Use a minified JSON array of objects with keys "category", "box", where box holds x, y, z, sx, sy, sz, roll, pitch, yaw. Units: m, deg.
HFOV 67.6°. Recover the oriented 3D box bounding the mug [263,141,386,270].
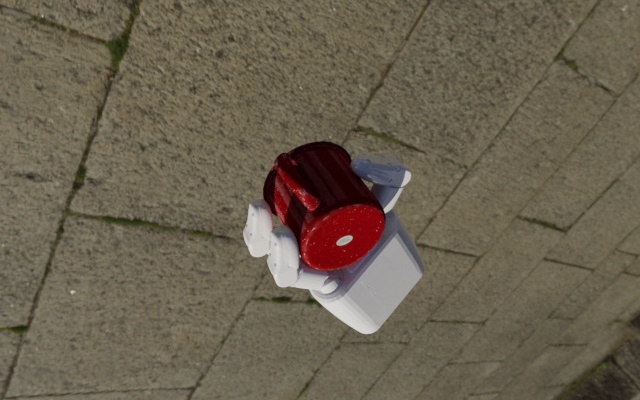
[{"category":"mug","box":[0.000,0.001,0.418,0.093,0.081,0.117,-37,-42,4]}]
